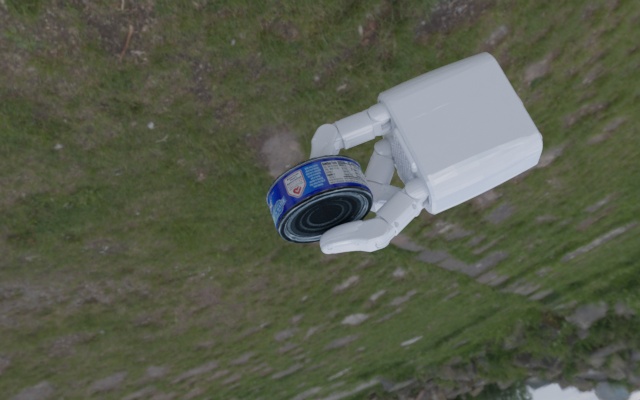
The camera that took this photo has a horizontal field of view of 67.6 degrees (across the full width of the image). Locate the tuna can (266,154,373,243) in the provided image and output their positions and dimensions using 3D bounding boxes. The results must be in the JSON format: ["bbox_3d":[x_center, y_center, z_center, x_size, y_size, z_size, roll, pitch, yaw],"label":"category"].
[{"bbox_3d":[0.000,0.002,0.400,0.086,0.033,0.086,-16,-29,-9],"label":"tuna can"}]
